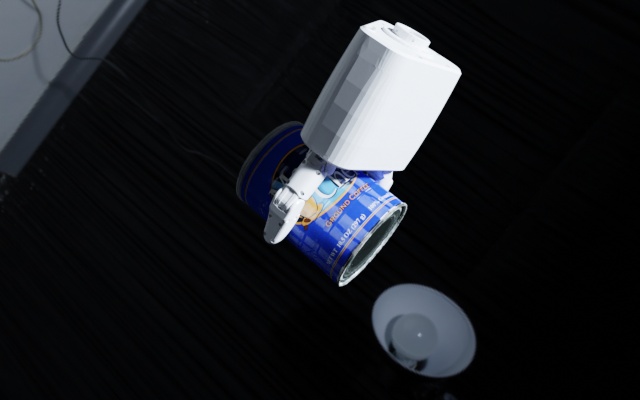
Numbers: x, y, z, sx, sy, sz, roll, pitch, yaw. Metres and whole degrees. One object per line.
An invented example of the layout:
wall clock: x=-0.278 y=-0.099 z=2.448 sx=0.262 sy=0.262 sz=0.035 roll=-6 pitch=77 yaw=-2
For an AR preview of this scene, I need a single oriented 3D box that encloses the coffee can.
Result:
coffee can: x=0.000 y=0.002 z=0.482 sx=0.140 sy=0.103 sz=0.103 roll=40 pitch=13 yaw=17
